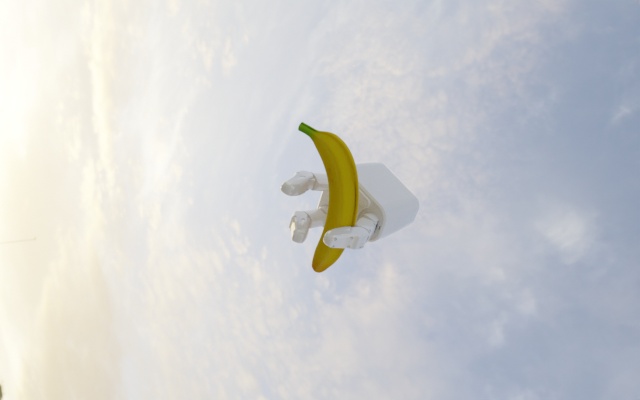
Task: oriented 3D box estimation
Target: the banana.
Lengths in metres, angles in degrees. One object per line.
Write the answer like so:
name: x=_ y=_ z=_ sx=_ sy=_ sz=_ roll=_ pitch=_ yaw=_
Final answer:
banana: x=0.016 y=0.000 z=0.599 sx=0.069 sy=0.198 sz=0.037 roll=4 pitch=15 yaw=30
